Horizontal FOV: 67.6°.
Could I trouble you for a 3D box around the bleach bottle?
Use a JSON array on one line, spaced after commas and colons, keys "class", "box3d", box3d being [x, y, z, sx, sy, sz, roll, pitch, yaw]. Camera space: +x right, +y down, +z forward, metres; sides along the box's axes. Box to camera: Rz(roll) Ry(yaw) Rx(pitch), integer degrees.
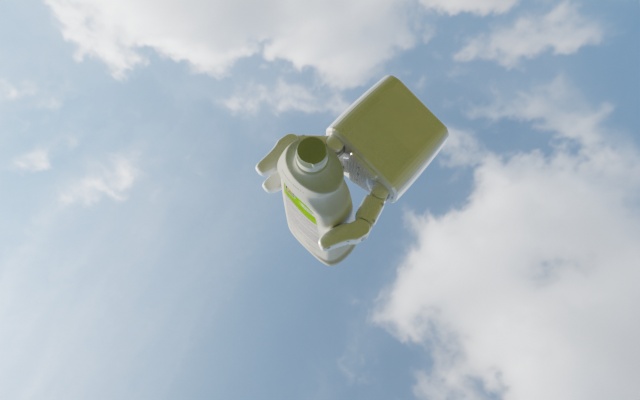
[{"class": "bleach bottle", "box3d": [0.000, 0.002, 0.561, 0.102, 0.068, 0.251, 41, -15, 14]}]
